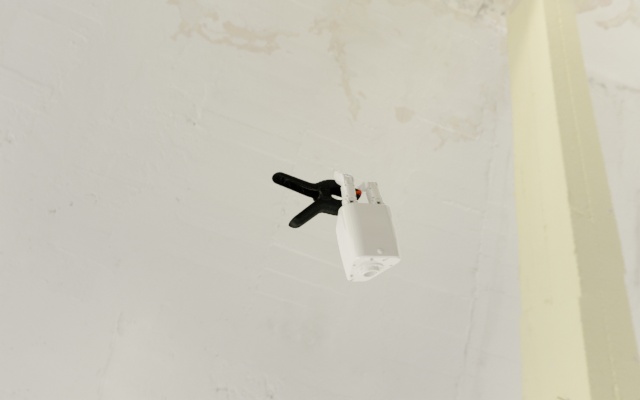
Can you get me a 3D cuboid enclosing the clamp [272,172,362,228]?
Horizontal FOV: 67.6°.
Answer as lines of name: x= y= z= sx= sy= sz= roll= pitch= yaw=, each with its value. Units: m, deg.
clamp: x=0.000 y=0.003 z=0.872 sx=0.171 sy=0.120 sz=0.039 roll=3 pitch=-35 yaw=-21
